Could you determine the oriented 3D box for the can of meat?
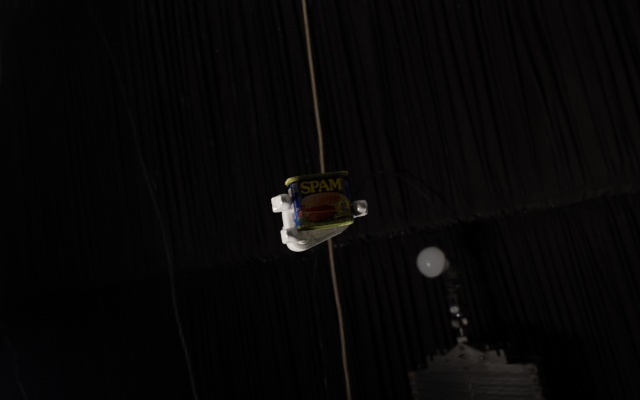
[{"bbox_3d":[0.000,0.003,0.777,0.102,0.084,0.057,-7,-8,-15],"label":"can of meat"}]
